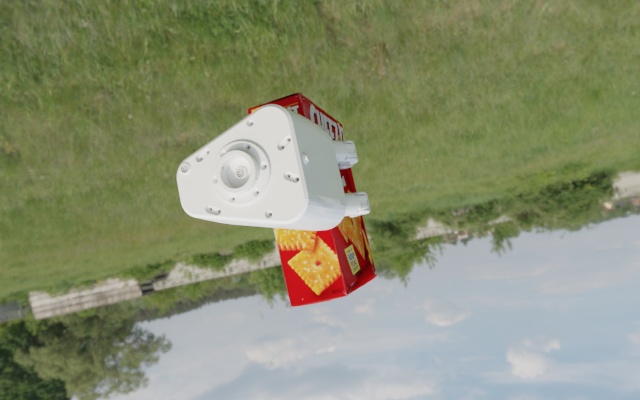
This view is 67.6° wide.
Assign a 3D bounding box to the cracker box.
[{"bbox_3d":[0.000,0.002,0.558,0.072,0.213,0.164,-14,-7,16],"label":"cracker box"}]
